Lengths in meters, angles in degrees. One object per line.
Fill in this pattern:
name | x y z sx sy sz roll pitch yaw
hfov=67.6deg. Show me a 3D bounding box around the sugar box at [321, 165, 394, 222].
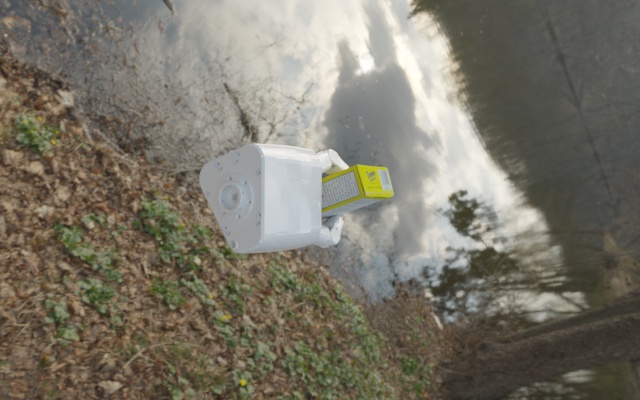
sugar box | 0.000 0.002 0.636 0.176 0.048 0.093 -18 -9 30
